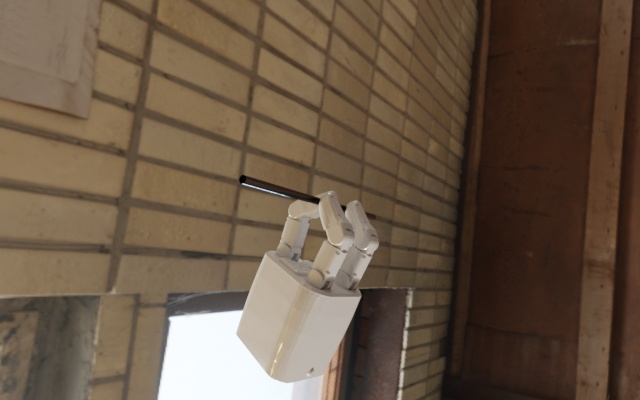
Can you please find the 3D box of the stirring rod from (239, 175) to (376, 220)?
[{"bbox_3d":[0.000,0.002,0.505,0.011,0.011,0.239,0,-9,34],"label":"stirring rod"}]
